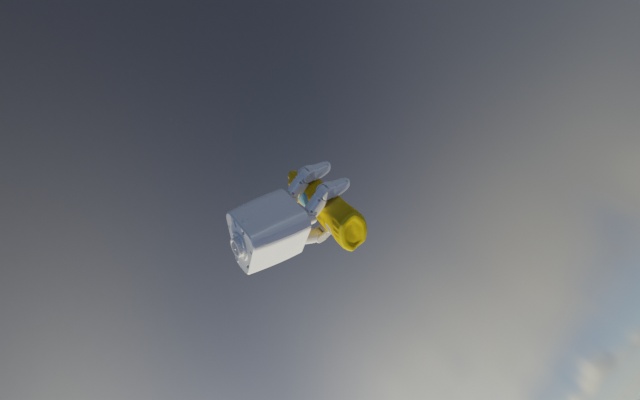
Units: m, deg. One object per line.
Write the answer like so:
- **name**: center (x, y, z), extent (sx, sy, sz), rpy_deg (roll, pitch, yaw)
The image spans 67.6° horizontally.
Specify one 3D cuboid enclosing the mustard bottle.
- **mustard bottle**: center (0.001, 0.003, 0.843), extent (0.191, 0.058, 0.096), rpy_deg (43, -13, 37)
